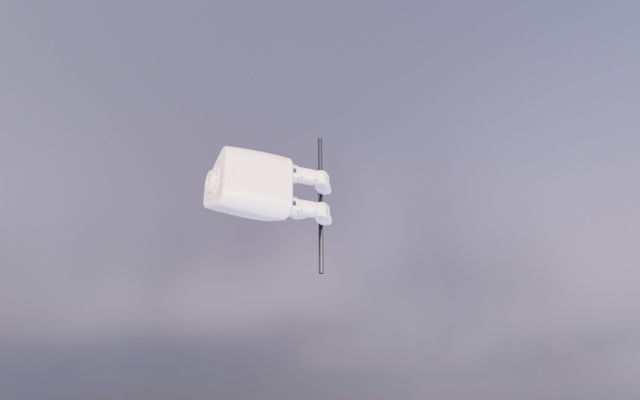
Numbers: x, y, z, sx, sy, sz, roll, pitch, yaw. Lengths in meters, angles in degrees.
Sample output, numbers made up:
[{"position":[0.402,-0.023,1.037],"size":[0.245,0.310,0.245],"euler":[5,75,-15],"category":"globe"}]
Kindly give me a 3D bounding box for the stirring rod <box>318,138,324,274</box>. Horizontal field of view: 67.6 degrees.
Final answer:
[{"position":[0.000,0.002,0.790],"size":[0.011,0.239,0.011],"euler":[0,-23,0],"category":"stirring rod"}]
